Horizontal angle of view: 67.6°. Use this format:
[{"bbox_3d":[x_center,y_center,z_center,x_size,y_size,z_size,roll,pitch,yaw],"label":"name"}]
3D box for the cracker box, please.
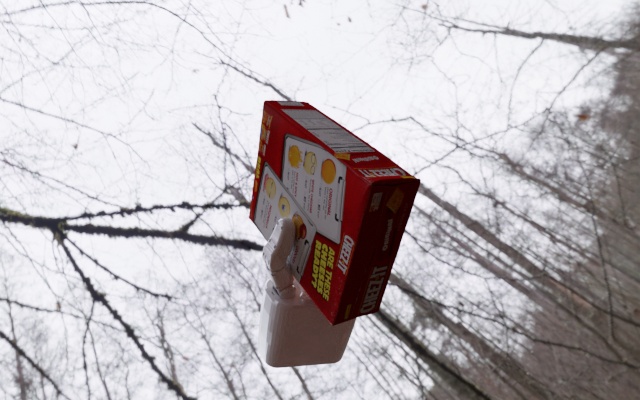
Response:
[{"bbox_3d":[0.000,0.002,0.531,0.072,0.164,0.213,-7,33,-33],"label":"cracker box"}]
